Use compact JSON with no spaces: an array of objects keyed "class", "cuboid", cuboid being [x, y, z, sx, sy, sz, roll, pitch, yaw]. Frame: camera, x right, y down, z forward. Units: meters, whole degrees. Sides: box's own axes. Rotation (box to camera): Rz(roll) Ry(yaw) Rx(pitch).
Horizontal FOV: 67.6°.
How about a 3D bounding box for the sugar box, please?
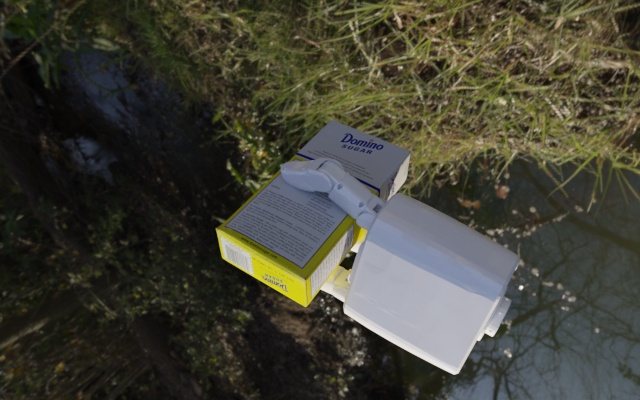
[{"class":"sugar box","cuboid":[0.000,0.002,0.431,0.093,0.048,0.176,26,50,23]}]
